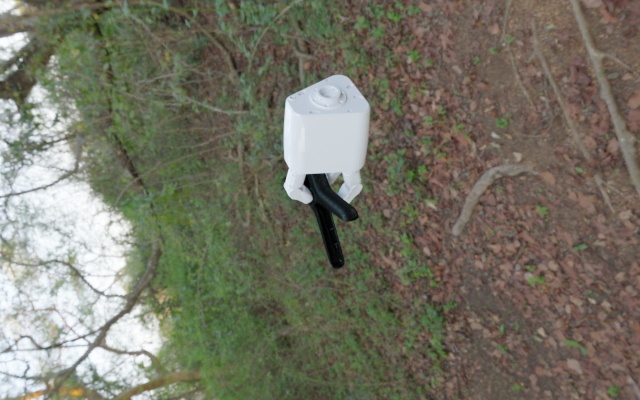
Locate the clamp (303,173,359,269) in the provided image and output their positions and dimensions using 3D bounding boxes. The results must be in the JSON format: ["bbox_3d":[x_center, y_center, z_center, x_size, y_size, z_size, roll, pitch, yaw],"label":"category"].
[{"bbox_3d":[-0.001,0.002,0.792,0.036,0.210,0.165,-17,-38,-18],"label":"clamp"}]
